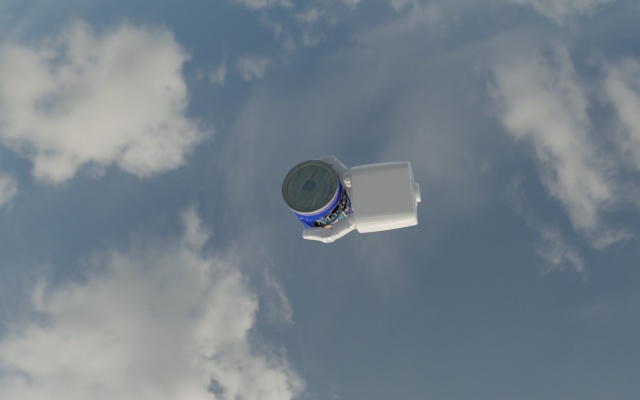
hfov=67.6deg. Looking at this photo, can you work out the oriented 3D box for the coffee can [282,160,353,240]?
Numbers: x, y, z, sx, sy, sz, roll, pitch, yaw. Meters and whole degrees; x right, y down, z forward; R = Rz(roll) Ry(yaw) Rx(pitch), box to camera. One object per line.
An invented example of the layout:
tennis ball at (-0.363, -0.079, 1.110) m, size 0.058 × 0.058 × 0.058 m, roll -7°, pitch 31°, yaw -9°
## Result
coffee can at (0.000, 0.003, 0.885) m, size 0.103 × 0.102 × 0.140 m, roll 0°, pitch -24°, yaw 18°
